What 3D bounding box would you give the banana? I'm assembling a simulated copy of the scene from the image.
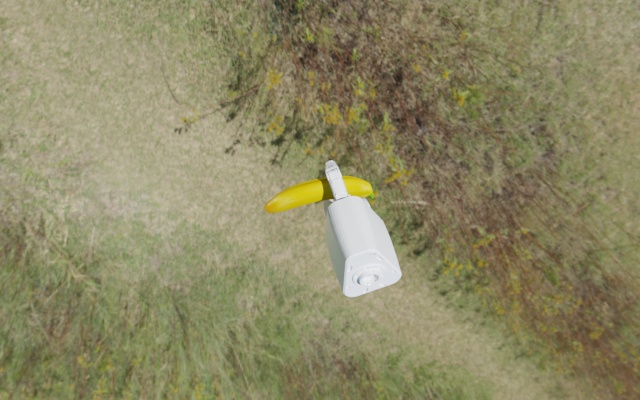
[{"bbox_3d":[0.006,-0.010,0.796,0.198,0.037,0.070,-6,-40,-14],"label":"banana"}]
